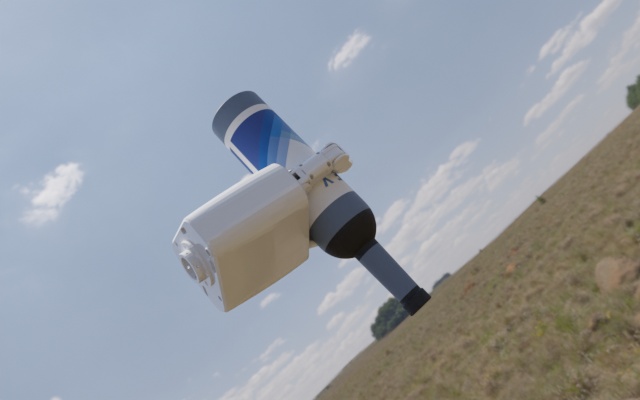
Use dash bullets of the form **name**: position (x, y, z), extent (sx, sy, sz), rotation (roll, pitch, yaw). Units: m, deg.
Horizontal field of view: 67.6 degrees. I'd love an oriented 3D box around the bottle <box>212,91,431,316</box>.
- **bottle**: position (0.000, 0.001, 0.504), extent (0.295, 0.069, 0.069), rotation (46, 17, 17)
